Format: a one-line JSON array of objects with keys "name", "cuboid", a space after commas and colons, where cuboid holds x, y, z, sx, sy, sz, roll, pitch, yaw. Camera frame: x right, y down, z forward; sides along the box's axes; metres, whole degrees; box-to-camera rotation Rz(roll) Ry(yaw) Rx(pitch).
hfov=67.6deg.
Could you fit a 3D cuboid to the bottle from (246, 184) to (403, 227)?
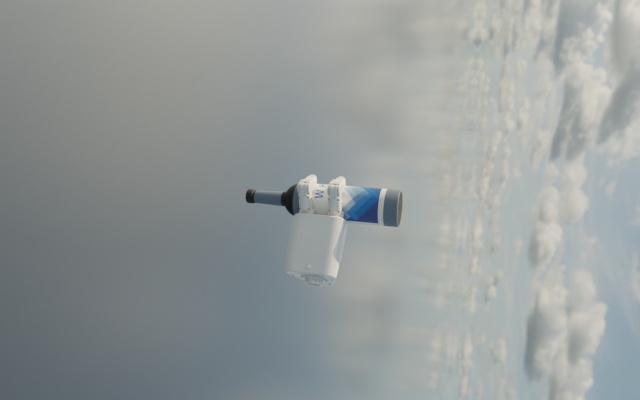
[{"name": "bottle", "cuboid": [0.000, 0.003, 0.887, 0.295, 0.069, 0.069, 5, 1, 17]}]
